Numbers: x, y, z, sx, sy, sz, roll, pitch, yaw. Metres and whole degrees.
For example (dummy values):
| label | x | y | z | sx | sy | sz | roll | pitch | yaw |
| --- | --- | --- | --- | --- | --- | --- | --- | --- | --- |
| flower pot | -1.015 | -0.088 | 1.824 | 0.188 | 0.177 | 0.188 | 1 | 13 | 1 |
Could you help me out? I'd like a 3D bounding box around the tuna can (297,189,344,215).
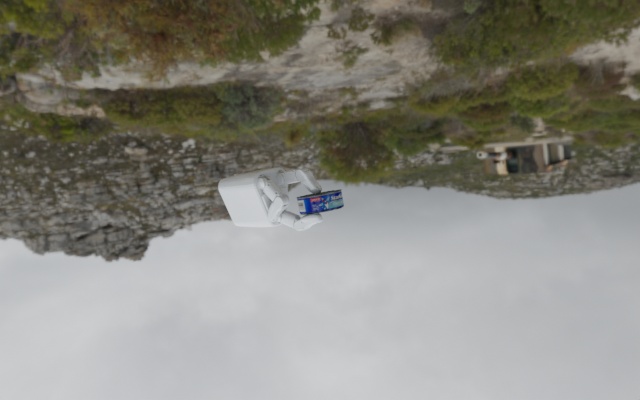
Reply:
| label | x | y | z | sx | sy | sz | roll | pitch | yaw |
| --- | --- | --- | --- | --- | --- | --- | --- | --- | --- |
| tuna can | 0.000 | 0.003 | 0.893 | 0.086 | 0.034 | 0.086 | -10 | 3 | 1 |
